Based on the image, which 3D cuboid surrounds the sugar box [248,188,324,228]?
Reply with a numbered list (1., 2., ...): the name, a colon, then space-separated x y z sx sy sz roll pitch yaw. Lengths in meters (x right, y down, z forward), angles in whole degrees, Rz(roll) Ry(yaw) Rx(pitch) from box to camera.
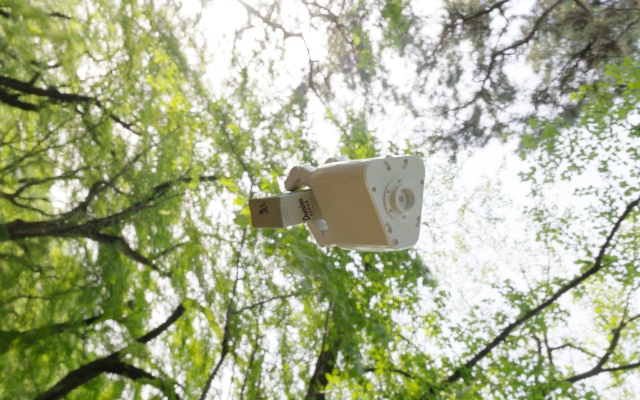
1. sugar box: 0.000 0.002 0.659 0.176 0.048 0.093 -8 2 -32
